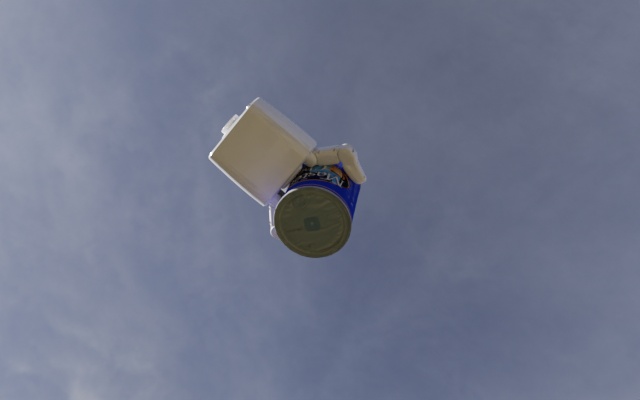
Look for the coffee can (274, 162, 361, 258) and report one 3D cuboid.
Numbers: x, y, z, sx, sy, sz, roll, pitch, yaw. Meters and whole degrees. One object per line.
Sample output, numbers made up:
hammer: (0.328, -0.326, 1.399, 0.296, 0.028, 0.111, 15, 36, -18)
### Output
coffee can: (0.000, 0.002, 0.678, 0.103, 0.103, 0.140, 0, 24, 10)
